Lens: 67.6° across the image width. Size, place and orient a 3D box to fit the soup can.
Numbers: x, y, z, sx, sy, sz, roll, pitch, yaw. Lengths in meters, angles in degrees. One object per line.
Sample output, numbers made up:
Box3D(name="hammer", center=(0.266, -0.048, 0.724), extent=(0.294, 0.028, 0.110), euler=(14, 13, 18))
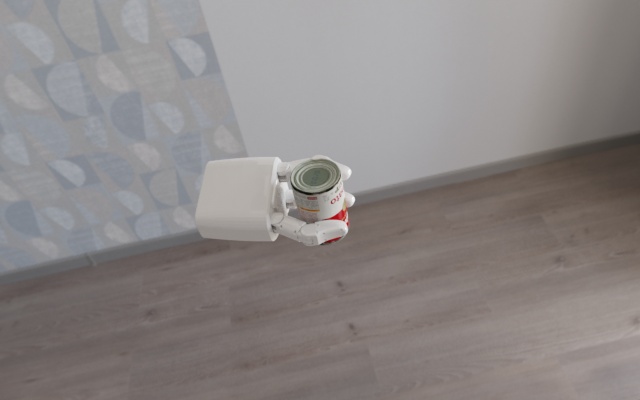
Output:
Box3D(name="soup can", center=(0.001, 0.002, 0.642), extent=(0.068, 0.068, 0.102), euler=(0, -44, 11))
